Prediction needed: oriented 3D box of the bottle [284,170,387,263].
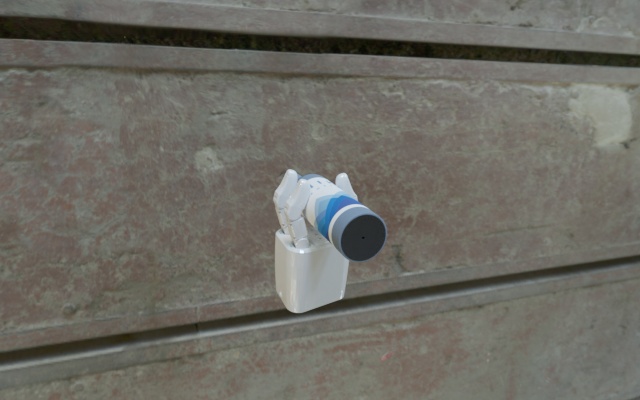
[{"bbox_3d":[0.000,0.002,0.719,0.069,0.069,0.295,0,17,-22],"label":"bottle"}]
